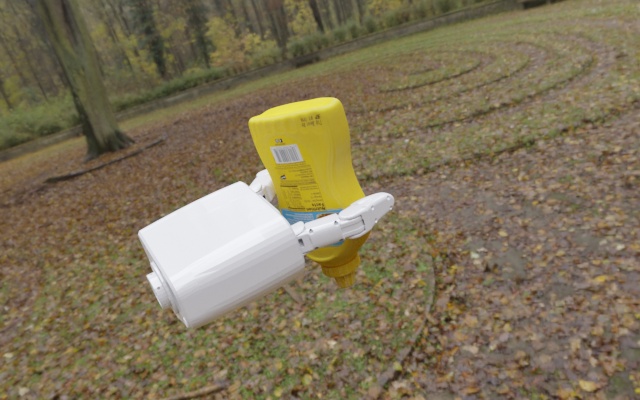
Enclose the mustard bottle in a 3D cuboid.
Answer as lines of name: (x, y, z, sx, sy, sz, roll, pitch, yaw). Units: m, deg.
mustard bottle: (0.000, 0.001, 0.466, 0.096, 0.192, 0.058, -1, 25, 38)
